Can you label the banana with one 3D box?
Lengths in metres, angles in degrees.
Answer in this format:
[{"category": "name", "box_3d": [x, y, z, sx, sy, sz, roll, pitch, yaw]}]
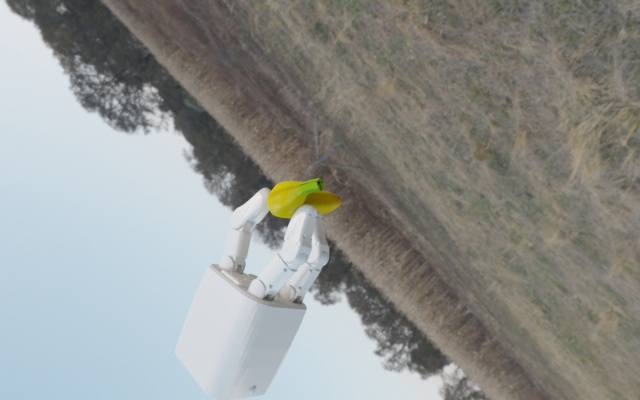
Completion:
[{"category": "banana", "box_3d": [-0.019, 0.002, 0.540, 0.069, 0.037, 0.198, 0, -3, 7]}]
